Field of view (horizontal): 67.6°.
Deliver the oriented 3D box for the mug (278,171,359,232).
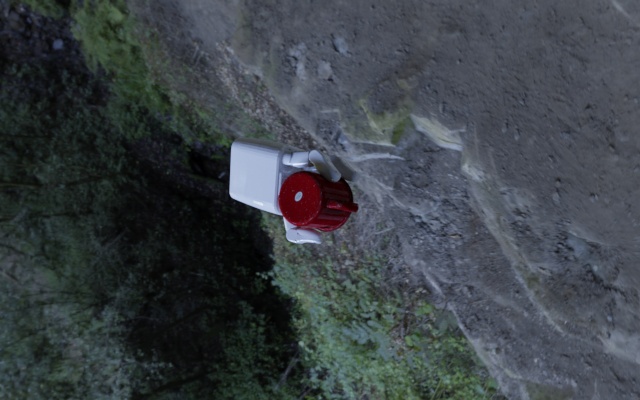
[{"bbox_3d":[0.001,0.003,0.715,0.117,0.093,0.081,14,3,33],"label":"mug"}]
